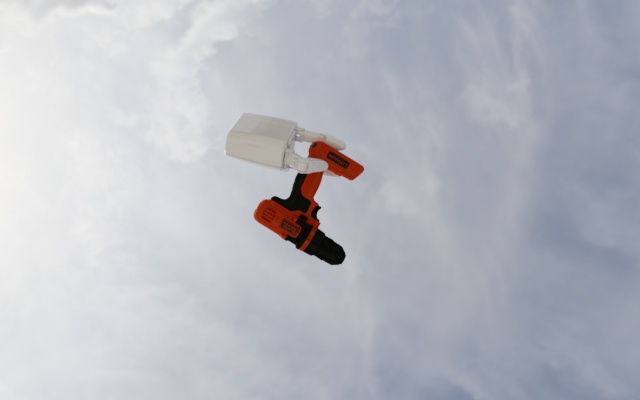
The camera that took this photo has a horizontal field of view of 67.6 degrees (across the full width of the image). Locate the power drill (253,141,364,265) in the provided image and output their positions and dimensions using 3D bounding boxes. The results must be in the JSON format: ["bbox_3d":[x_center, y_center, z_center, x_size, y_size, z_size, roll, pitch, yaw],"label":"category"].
[{"bbox_3d":[0.000,0.002,0.857,0.184,0.187,0.057,32,-3,-8],"label":"power drill"}]
